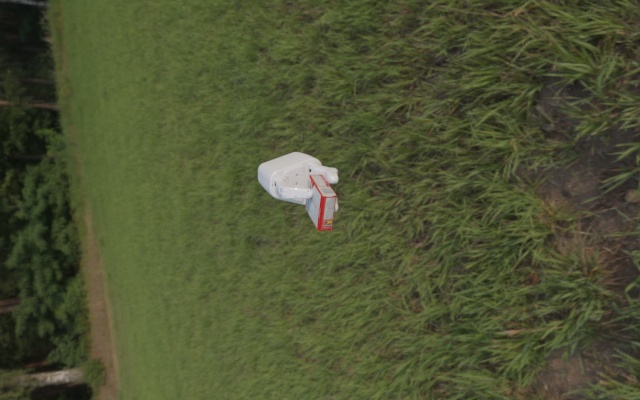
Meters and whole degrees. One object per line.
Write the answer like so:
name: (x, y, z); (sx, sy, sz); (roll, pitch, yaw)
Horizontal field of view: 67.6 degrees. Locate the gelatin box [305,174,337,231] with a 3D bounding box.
gelatin box: (0.000, 0.003, 0.882); (0.030, 0.073, 0.089); (-2, 29, -18)
